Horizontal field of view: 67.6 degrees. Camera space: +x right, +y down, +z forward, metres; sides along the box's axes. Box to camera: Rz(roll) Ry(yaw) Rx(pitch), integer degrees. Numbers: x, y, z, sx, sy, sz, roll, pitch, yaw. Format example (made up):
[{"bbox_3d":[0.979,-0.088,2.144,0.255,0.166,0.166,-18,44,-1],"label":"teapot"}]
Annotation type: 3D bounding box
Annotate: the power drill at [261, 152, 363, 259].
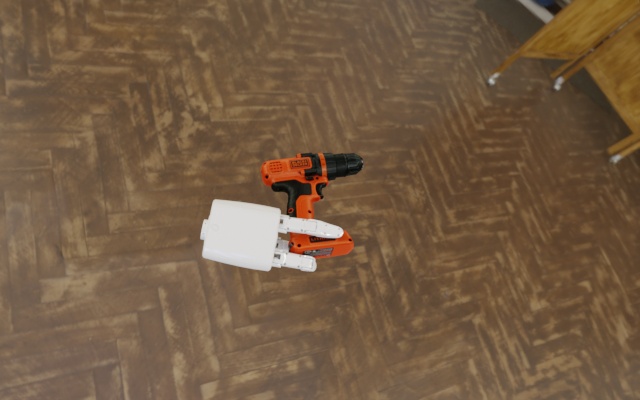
[{"bbox_3d":[0.000,0.003,0.819,0.184,0.187,0.057,-8,-28,-9],"label":"power drill"}]
